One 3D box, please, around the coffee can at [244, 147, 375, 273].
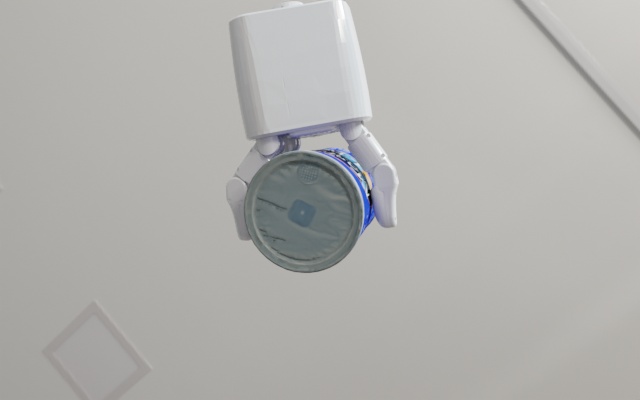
[{"bbox_3d":[0.000,0.002,0.460,0.103,0.103,0.140,0,7,13],"label":"coffee can"}]
